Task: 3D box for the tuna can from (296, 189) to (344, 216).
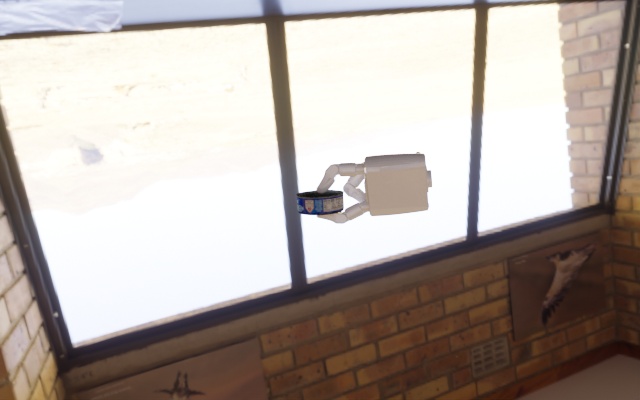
[{"bbox_3d":[0.000,0.003,0.861,0.086,0.034,0.086,-3,9,1],"label":"tuna can"}]
